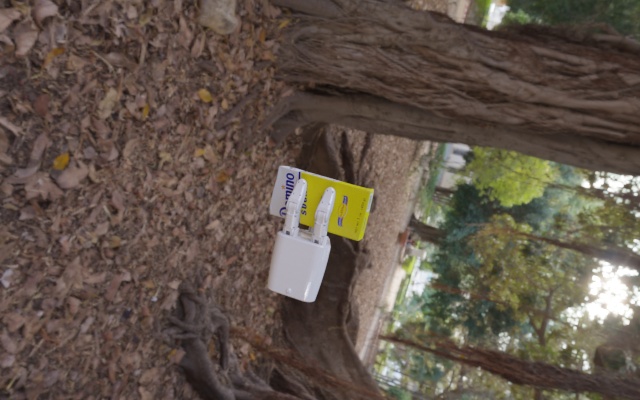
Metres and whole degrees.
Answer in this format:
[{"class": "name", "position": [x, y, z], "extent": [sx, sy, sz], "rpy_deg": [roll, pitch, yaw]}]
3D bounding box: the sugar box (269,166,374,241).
[{"class": "sugar box", "position": [0.000, 0.003, 0.859], "extent": [0.176, 0.093, 0.048], "rpy_deg": [15, 8, 14]}]
